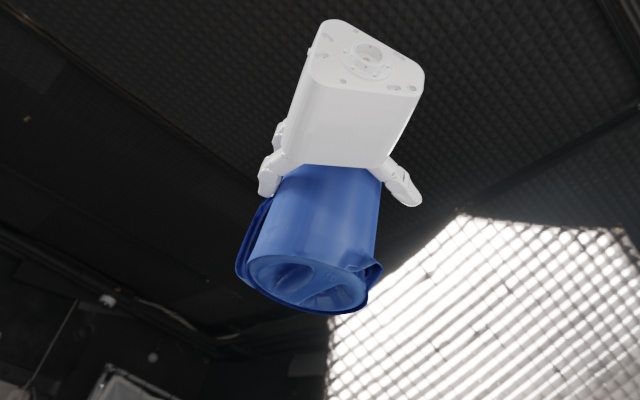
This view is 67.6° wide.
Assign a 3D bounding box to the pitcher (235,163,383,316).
[{"bbox_3d":[0.000,0.002,0.568,0.149,0.242,0.145,18,-35,-4],"label":"pitcher"}]
